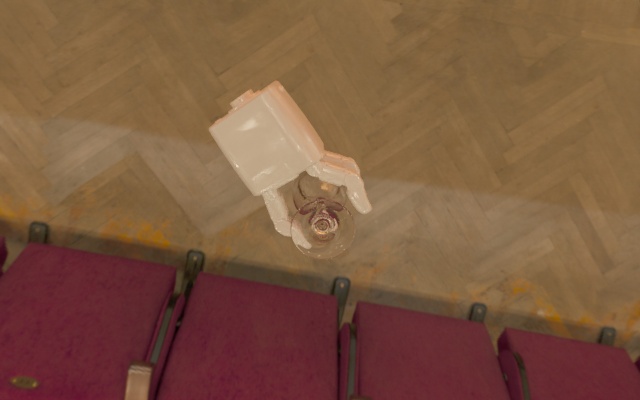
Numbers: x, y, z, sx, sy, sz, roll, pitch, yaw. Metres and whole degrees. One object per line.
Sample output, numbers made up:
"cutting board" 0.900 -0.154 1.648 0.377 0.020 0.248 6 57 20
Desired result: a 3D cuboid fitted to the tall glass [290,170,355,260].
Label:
"tall glass" 0.000 0.002 0.637 0.079 0.079 0.201 0 18 -1
